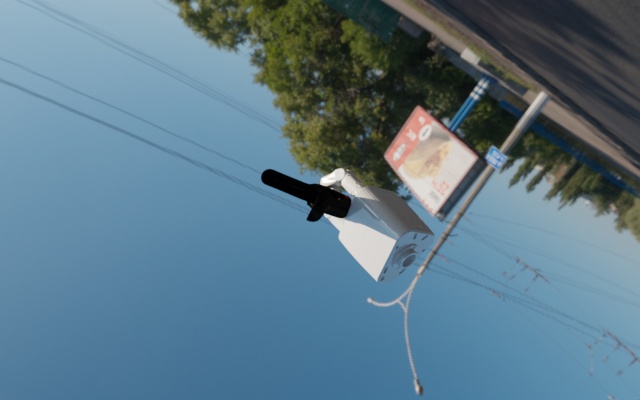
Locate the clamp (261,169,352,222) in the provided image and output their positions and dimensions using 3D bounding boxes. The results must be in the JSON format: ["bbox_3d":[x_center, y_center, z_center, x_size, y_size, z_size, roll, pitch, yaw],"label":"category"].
[{"bbox_3d":[0.000,0.003,0.731,0.171,0.039,0.120,11,29,-46],"label":"clamp"}]
